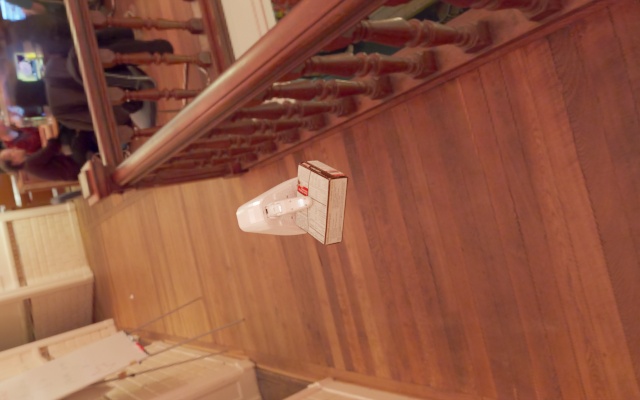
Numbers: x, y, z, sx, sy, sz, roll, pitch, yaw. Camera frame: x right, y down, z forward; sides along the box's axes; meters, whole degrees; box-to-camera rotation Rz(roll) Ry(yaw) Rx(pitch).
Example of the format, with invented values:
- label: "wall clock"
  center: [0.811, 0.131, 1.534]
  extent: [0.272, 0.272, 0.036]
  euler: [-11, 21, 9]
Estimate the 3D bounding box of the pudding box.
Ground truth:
- label: "pudding box"
  center: [0.000, 0.002, 0.750]
  extent: [0.039, 0.113, 0.090]
  euler: [-12, 26, -33]
